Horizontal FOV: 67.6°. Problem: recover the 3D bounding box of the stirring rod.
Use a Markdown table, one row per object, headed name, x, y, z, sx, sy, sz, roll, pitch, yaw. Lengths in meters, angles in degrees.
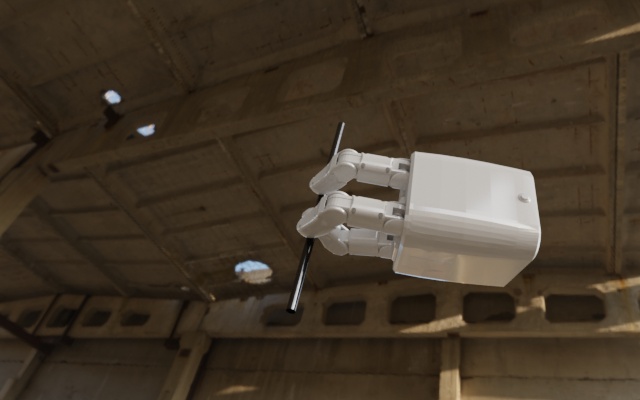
| name | x | y | z | sx | sy | sz | roll | pitch | yaw |
| --- | --- | --- | --- | --- | --- | --- | --- | --- | --- |
| stirring rod | 0.000 | 0.002 | 0.461 | 0.011 | 0.239 | 0.011 | 9 | -42 | 8 |
